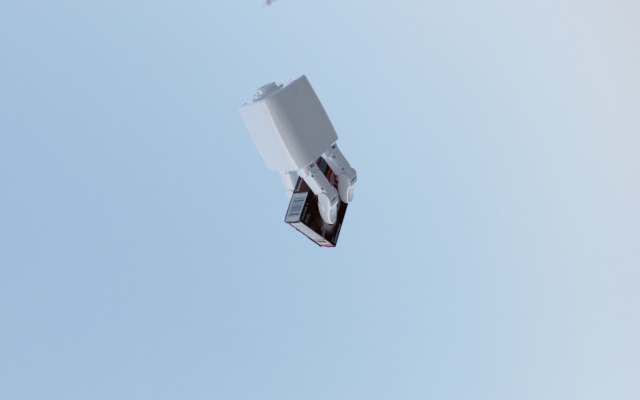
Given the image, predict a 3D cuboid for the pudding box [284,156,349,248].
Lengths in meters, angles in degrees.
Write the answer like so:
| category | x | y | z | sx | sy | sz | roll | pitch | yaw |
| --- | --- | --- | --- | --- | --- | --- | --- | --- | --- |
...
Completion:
| category | x | y | z | sx | sy | sz | roll | pitch | yaw |
| --- | --- | --- | --- | --- | --- | --- | --- | --- | --- |
| pudding box | 0.000 | 0.002 | 0.725 | 0.039 | 0.113 | 0.090 | -3 | -30 | 43 |
